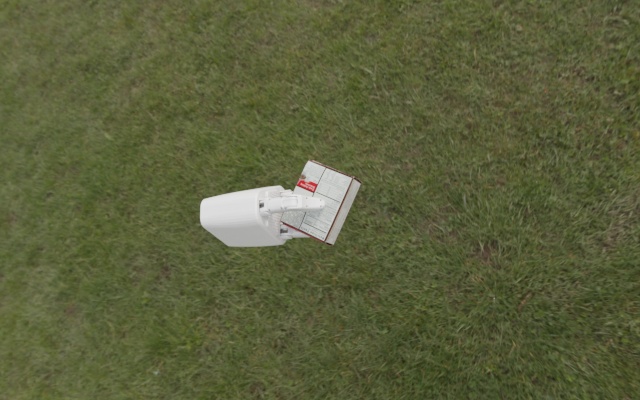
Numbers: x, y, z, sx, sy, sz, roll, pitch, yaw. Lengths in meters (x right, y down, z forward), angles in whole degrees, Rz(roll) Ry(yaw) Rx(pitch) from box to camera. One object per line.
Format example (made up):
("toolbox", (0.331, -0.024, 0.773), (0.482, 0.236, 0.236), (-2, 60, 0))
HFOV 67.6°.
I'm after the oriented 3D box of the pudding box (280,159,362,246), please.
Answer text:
("pudding box", (0.000, 0.002, 0.747), (0.090, 0.113, 0.039), (24, 0, 26))
